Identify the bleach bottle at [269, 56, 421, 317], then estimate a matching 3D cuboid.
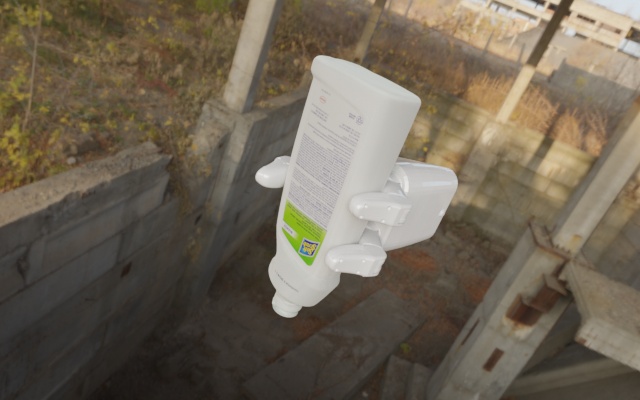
[{"bbox_3d":[0.000,0.002,0.456,0.068,0.251,0.102,-4,34,-45],"label":"bleach bottle"}]
